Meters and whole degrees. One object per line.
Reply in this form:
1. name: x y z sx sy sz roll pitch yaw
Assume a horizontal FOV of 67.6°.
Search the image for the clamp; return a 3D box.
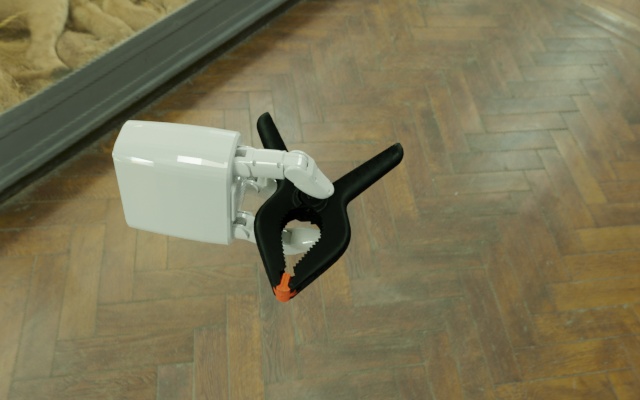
1. clamp: 0.000 0.002 0.479 0.164 0.209 0.036 7 -33 1
